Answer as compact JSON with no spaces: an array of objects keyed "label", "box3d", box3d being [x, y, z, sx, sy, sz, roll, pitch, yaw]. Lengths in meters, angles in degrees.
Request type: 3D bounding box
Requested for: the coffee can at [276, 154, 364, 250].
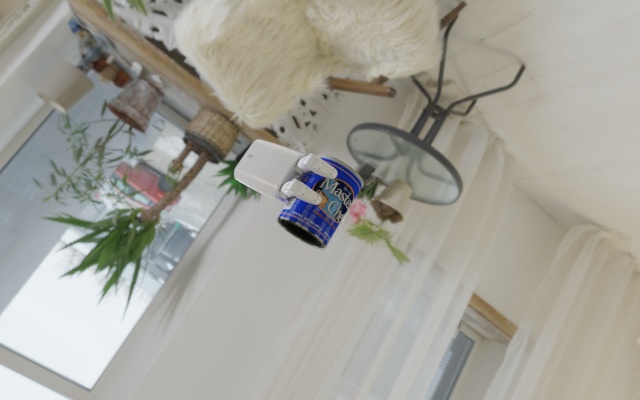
[{"label":"coffee can","box3d":[0.000,0.003,0.865,0.103,0.140,0.103,29,-16,9]}]
